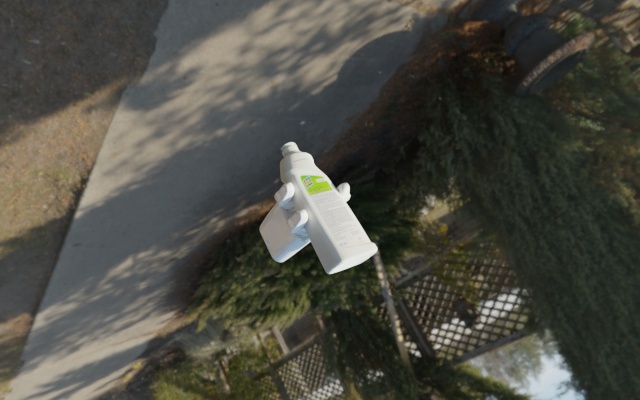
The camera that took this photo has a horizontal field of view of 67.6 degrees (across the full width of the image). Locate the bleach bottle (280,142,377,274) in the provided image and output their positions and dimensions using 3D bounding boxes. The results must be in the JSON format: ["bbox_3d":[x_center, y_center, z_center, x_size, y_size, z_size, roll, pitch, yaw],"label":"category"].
[{"bbox_3d":[0.000,0.003,0.866,0.102,0.250,0.068,-12,-23,-41],"label":"bleach bottle"}]
